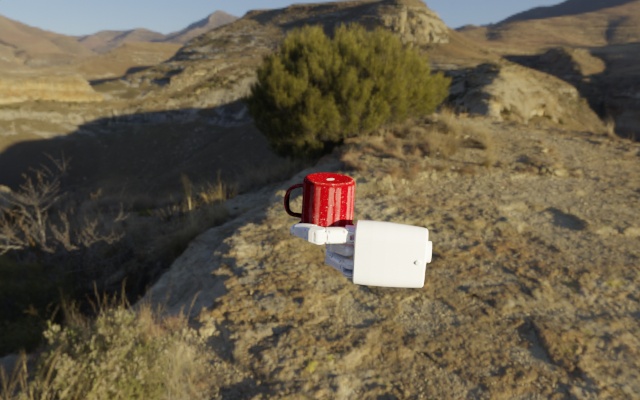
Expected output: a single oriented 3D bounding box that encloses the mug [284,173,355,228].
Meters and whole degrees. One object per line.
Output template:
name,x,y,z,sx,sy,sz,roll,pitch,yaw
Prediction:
mug,-0.001,0.002,0.758,0.117,0.081,0.093,5,16,8
